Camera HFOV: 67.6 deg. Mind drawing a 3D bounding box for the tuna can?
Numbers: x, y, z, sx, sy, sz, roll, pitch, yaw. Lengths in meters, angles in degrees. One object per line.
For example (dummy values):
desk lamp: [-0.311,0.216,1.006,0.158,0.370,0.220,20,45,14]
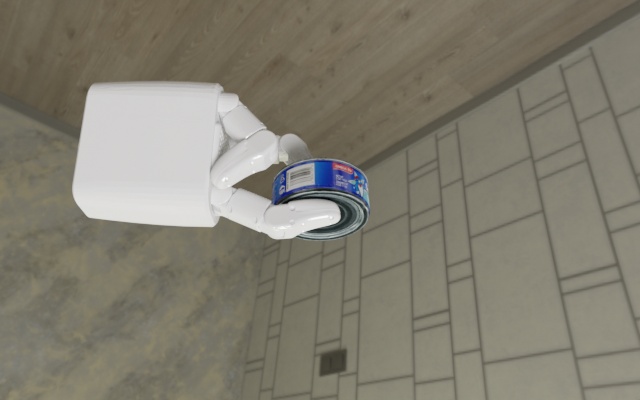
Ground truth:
tuna can: [0.000,0.002,0.416,0.086,0.033,0.086,-1,-33,-1]
